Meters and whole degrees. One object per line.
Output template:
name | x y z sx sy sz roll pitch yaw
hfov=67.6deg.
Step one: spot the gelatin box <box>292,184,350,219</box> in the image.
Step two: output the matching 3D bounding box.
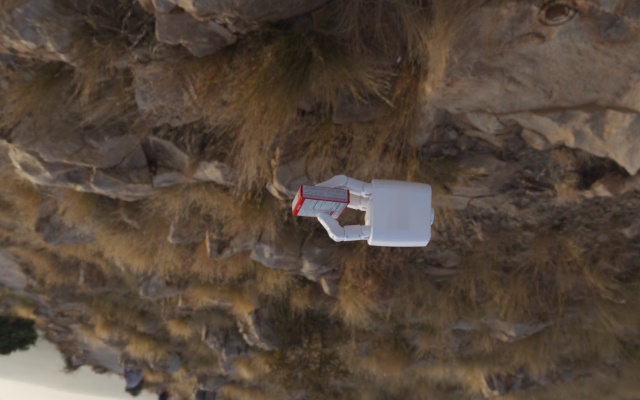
gelatin box | 0.000 0.003 0.850 0.089 0.030 0.073 5 -26 -14
